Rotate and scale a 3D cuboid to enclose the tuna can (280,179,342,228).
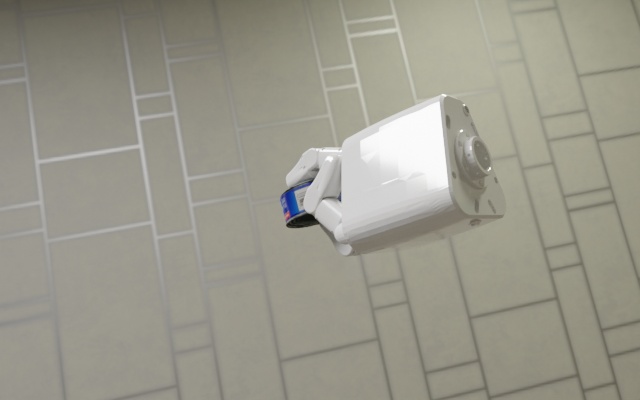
[{"bbox_3d":[0.000,0.001,0.521,0.086,0.033,0.086,-15,-12,-3],"label":"tuna can"}]
